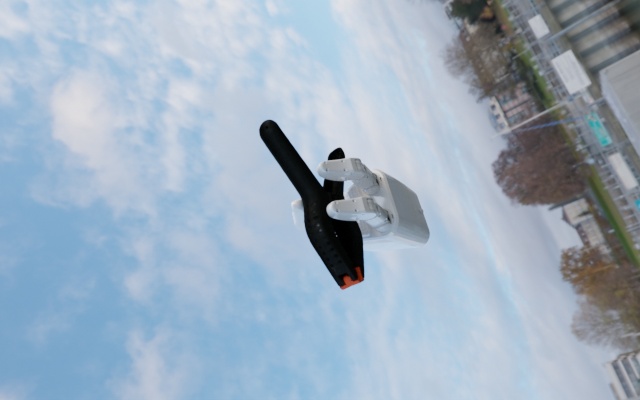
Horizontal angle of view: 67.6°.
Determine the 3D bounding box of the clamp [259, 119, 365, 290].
[{"bbox_3d":[0.000,0.003,0.576,0.036,0.210,0.164,-30,-30,29],"label":"clamp"}]
